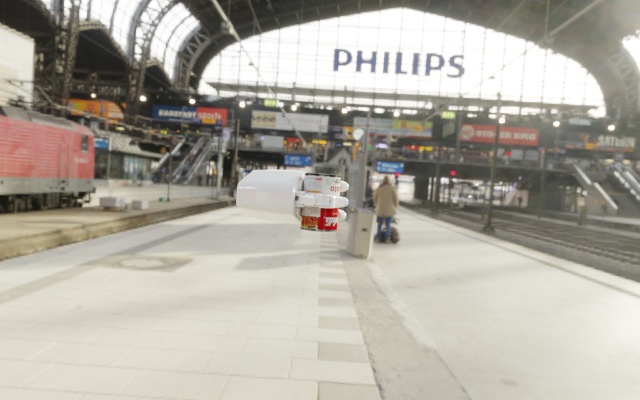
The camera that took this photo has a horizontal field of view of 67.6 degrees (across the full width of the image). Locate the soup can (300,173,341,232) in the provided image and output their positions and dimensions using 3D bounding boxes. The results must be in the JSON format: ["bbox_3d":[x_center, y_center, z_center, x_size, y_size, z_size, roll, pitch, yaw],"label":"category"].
[{"bbox_3d":[0.001,0.003,0.866,0.068,0.102,0.068,4,2,0],"label":"soup can"}]
